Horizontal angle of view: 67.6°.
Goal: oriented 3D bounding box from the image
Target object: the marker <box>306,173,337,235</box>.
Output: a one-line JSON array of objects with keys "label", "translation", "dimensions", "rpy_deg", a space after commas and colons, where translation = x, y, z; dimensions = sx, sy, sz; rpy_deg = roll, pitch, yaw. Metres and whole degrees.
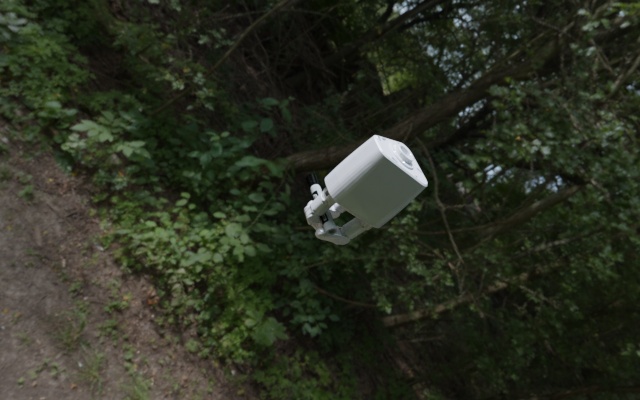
[{"label": "marker", "translation": [0.000, 0.003, 0.762], "dimensions": [0.020, 0.121, 0.020], "rpy_deg": [-13, -37, -10]}]
